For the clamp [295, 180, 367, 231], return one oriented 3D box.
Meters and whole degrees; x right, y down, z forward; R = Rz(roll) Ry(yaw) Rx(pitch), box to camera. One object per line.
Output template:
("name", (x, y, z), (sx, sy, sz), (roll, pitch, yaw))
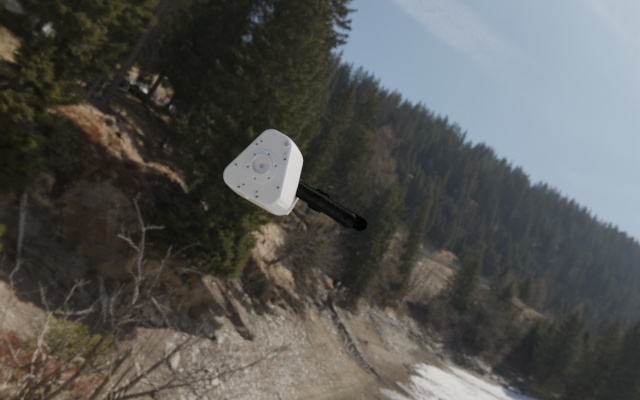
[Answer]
("clamp", (0.000, 0.002, 0.795), (0.171, 0.039, 0.120), (28, -4, 7))
